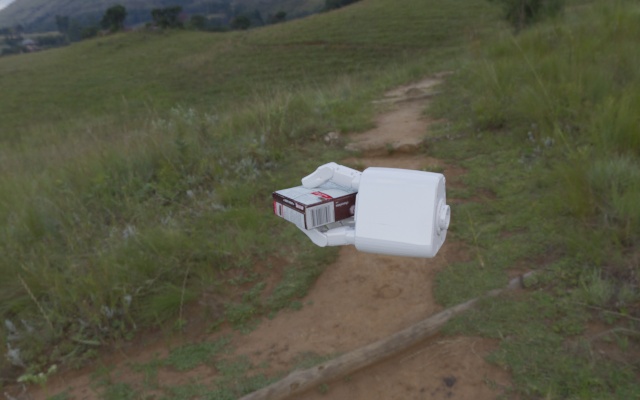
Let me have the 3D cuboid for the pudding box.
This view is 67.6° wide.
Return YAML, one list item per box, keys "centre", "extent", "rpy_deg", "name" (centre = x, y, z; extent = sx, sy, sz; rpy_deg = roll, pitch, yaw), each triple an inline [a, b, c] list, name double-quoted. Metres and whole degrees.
- centre: [0.000, 0.002, 0.696]
  extent: [0.113, 0.039, 0.090]
  rpy_deg: [-13, 20, -34]
  name: "pudding box"
